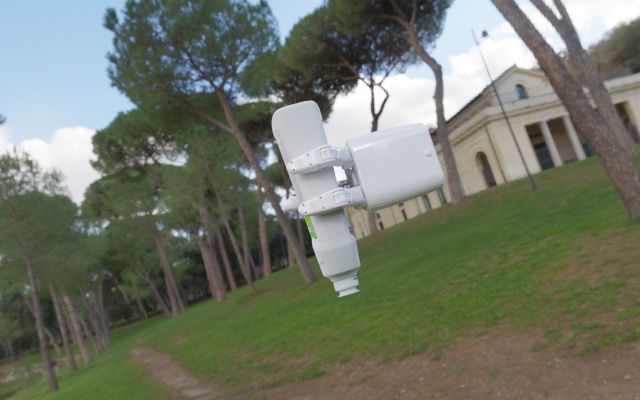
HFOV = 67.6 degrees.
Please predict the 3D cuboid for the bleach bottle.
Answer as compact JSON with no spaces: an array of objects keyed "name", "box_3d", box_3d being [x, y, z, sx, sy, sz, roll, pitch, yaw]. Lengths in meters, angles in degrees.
[{"name":"bleach bottle","box_3d":[0.000,0.002,0.636,0.068,0.251,0.102,-16,-9,-5]}]
